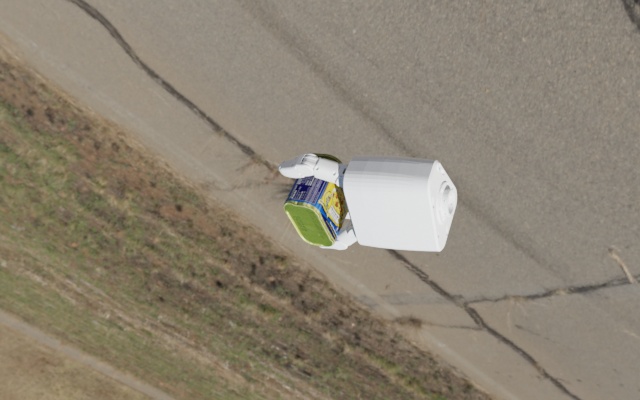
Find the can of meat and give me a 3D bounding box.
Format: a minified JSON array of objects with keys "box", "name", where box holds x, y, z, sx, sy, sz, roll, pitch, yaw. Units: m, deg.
[{"box":[0.000,0.002,0.638,0.057,0.084,0.102,7,-35,28],"name":"can of meat"}]
